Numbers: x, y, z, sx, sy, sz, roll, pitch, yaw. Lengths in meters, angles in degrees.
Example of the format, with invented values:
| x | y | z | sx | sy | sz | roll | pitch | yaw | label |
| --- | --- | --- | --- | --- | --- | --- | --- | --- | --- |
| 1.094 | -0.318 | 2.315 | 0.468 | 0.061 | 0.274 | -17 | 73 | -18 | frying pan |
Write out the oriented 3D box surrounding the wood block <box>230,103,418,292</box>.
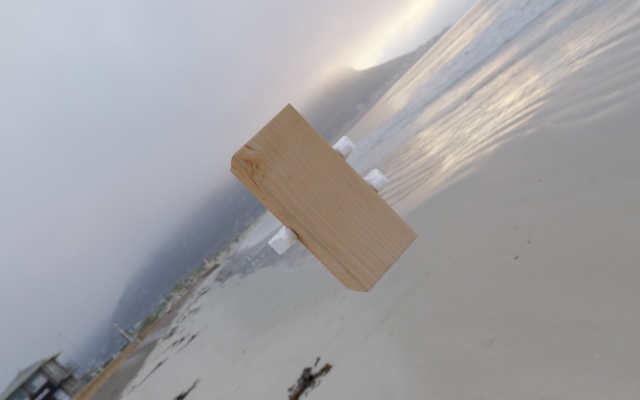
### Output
| x | y | z | sx | sy | sz | roll | pitch | yaw | label |
| --- | --- | --- | --- | --- | --- | --- | --- | --- | --- |
| 0.000 | 0.002 | 0.559 | 0.091 | 0.206 | 0.090 | -46 | 3 | -14 | wood block |
